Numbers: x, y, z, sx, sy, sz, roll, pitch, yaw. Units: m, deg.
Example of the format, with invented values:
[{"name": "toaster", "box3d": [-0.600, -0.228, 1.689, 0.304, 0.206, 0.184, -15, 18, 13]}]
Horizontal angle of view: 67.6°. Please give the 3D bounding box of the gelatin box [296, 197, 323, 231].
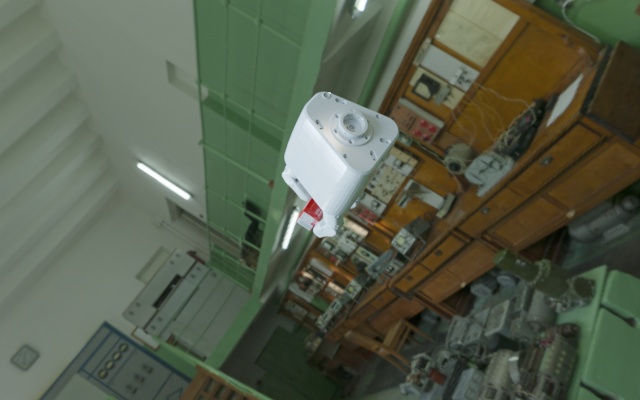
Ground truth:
[{"name": "gelatin box", "box3d": [0.000, 0.002, 0.708, 0.030, 0.073, 0.089, 35, -16, 0]}]
